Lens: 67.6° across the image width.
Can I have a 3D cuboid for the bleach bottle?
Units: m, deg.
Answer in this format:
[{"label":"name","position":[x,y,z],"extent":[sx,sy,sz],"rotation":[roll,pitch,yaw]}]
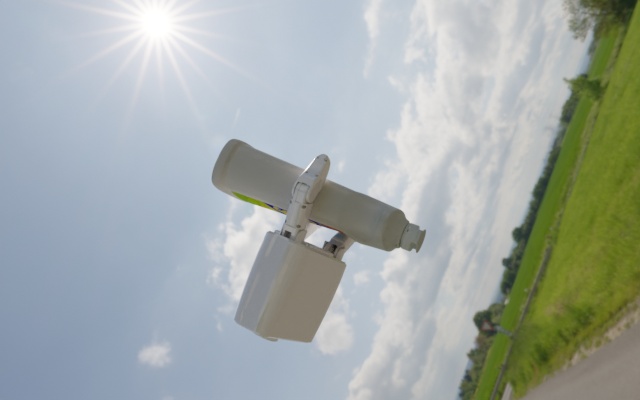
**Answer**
[{"label":"bleach bottle","position":[0.000,0.002,0.565],"extent":[0.251,0.068,0.102],"rotation":[21,-6,22]}]
